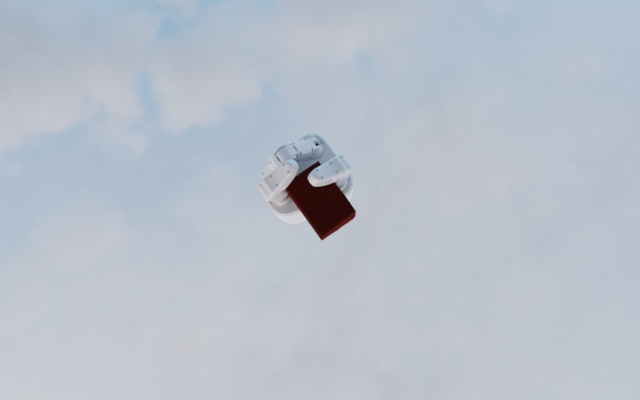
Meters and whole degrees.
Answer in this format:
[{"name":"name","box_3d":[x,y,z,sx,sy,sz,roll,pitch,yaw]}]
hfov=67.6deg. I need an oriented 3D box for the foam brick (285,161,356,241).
[{"name":"foam brick","box_3d":[0.000,0.002,0.575,0.053,0.078,0.051,-35,-11,-4]}]
